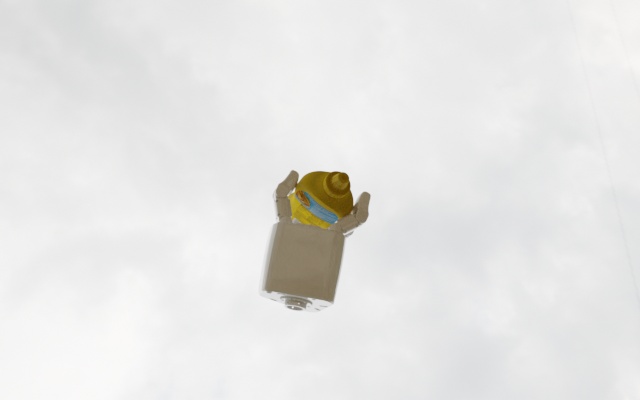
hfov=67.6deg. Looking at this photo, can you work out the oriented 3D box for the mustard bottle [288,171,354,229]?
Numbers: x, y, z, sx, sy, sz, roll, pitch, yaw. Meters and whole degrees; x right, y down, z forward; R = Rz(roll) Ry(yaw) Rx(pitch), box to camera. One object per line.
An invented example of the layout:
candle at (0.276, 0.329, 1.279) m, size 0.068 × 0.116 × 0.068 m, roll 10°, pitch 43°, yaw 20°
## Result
mustard bottle at (0.000, 0.002, 0.768) m, size 0.096 × 0.058 × 0.192 m, roll 39°, pitch -30°, yaw -3°
